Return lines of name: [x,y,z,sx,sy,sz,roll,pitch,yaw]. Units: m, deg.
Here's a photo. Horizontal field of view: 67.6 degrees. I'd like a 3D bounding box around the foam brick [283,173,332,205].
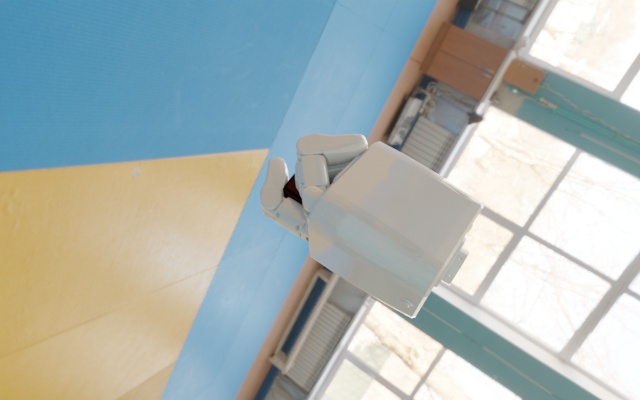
foam brick: [0.000,0.002,0.471,0.051,0.053,0.078,32,-23,17]
